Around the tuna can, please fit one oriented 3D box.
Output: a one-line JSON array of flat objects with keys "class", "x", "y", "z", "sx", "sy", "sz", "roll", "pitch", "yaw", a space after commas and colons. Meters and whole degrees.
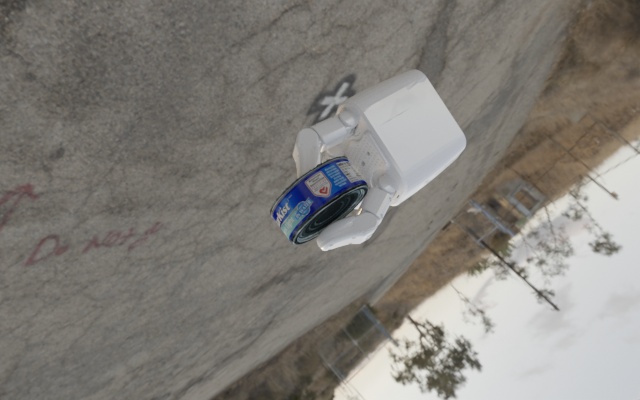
[{"class": "tuna can", "x": 0.000, "y": 0.002, "z": 0.422, "sx": 0.086, "sy": 0.033, "sz": 0.086, "roll": -35, "pitch": -15, "yaw": -10}]
